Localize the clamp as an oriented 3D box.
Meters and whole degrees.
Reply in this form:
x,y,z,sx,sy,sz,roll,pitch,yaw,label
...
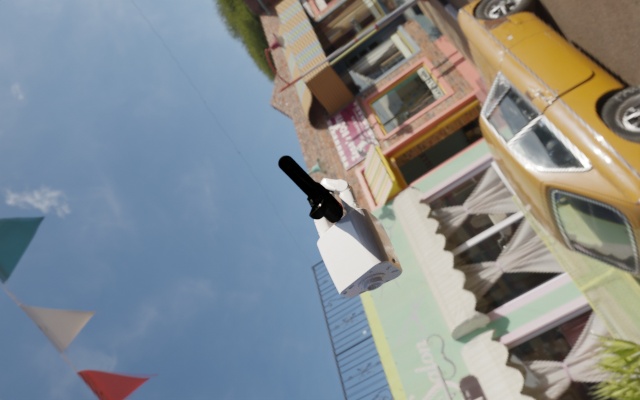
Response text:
x,y,z,sx,sy,sz,roll,pitch,yaw,label
0.000,0.003,0.775,0.039,0.120,0.171,-34,-34,15,clamp
